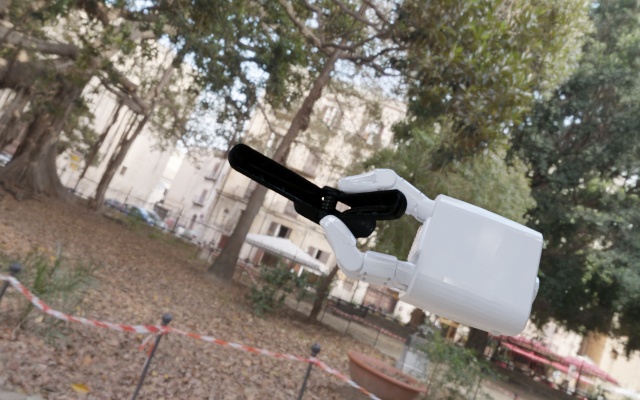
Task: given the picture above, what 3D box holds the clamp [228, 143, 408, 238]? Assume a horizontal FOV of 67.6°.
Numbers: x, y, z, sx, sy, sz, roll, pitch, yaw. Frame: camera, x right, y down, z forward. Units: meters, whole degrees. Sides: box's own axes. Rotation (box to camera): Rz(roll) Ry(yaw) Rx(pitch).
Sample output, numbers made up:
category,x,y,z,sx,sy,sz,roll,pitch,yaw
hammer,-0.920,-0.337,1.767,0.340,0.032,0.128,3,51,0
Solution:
category,x,y,z,sx,sy,sz,roll,pitch,yaw
clamp,0.001,0.001,0.494,0.164,0.036,0.210,20,-11,8
